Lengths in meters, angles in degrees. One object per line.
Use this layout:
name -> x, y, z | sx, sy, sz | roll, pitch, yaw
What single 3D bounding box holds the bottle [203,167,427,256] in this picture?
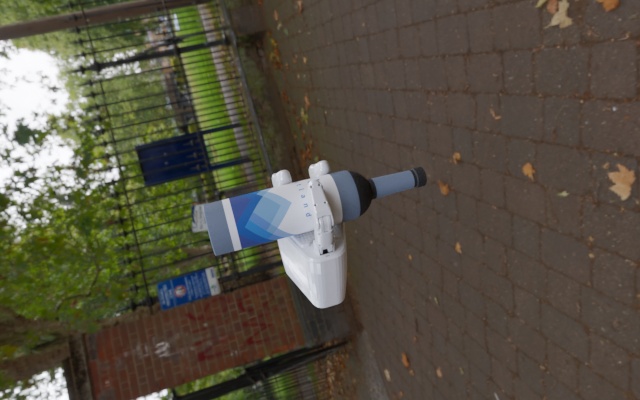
bottle -> 0.000, 0.002, 0.627 | 0.295, 0.069, 0.069 | -14, 3, -11
